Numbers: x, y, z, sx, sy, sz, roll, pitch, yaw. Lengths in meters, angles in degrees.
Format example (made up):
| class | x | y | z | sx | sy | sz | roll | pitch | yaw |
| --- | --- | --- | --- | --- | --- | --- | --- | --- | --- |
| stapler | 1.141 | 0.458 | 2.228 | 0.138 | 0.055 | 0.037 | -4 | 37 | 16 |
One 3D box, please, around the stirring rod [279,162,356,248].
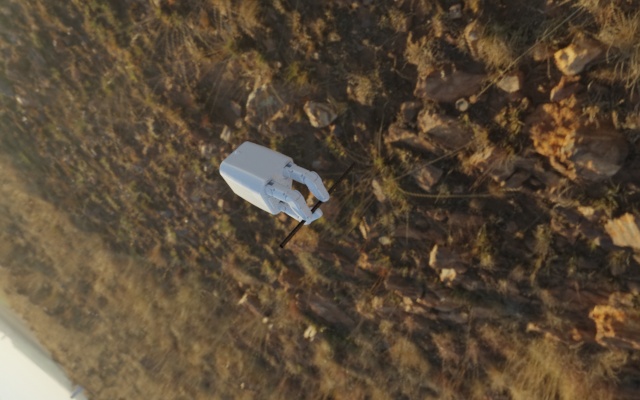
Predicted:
| class | x | y | z | sx | sy | sz | roll | pitch | yaw |
| --- | --- | --- | --- | --- | --- | --- | --- | --- | --- |
| stirring rod | 0.000 | 0.003 | 0.881 | 0.011 | 0.011 | 0.239 | 0 | 39 | 46 |
